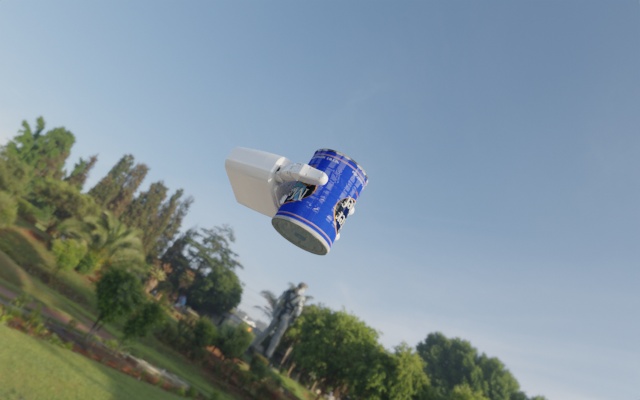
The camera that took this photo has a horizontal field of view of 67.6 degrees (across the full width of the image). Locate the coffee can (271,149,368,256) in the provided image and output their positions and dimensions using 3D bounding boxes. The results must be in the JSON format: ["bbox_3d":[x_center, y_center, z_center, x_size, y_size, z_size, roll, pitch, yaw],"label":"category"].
[{"bbox_3d":[0.000,0.003,0.769,0.103,0.140,0.103,27,-22,12],"label":"coffee can"}]
